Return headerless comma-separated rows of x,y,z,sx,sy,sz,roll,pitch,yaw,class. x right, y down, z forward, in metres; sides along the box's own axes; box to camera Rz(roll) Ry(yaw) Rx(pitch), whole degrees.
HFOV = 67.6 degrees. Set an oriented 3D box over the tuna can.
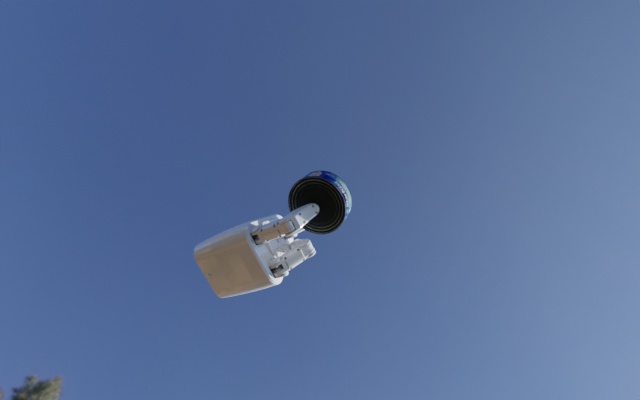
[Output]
0.000,0.002,0.670,0.086,0.086,0.033,0,21,23,tuna can
